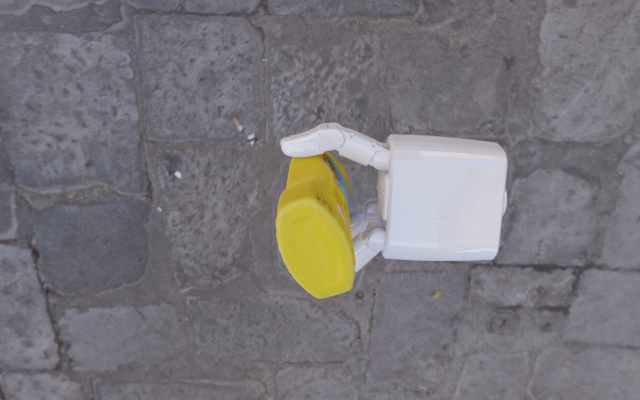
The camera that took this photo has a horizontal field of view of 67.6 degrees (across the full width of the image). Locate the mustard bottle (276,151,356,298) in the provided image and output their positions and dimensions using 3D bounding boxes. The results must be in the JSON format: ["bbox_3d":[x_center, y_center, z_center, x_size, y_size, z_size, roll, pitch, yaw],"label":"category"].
[{"bbox_3d":[0.000,0.002,0.465,0.058,0.096,0.191,-19,23,11],"label":"mustard bottle"}]
